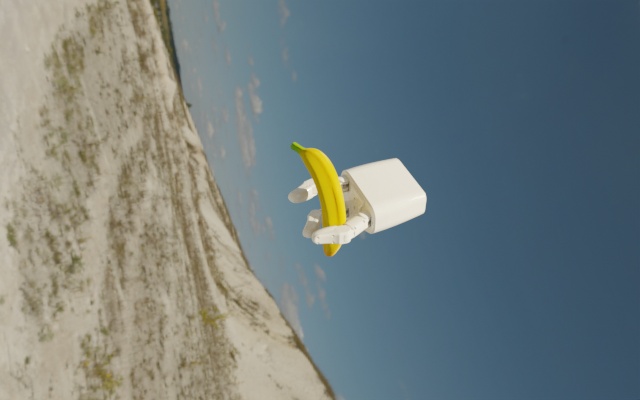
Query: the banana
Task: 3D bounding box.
[{"bbox_3d":[0.009,0.001,0.743,0.037,0.198,0.069,-24,18,-28],"label":"banana"}]
